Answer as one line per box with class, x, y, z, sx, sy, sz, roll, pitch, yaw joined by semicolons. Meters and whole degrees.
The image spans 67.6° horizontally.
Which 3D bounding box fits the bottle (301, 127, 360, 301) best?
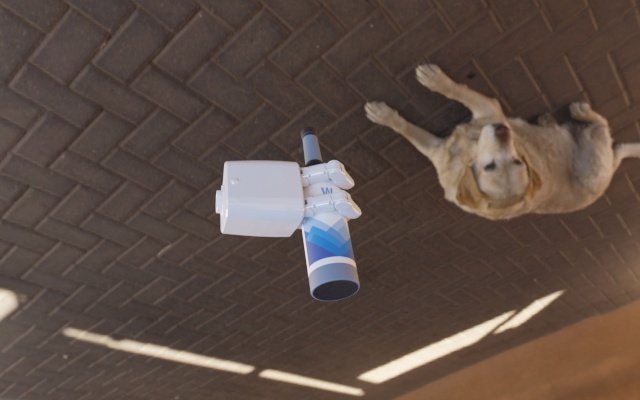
bottle;0.000;0.003;0.723;0.069;0.295;0.069;-6;-35;-5
